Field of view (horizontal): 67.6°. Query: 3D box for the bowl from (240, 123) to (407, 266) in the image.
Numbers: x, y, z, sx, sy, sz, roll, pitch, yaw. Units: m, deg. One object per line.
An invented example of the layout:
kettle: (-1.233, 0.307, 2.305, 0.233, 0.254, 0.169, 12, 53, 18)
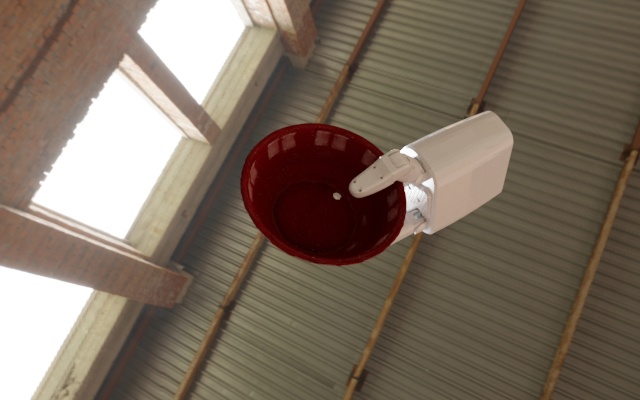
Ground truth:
bowl: (-0.001, 0.002, 0.473, 0.162, 0.162, 0.055, 0, -32, -15)
